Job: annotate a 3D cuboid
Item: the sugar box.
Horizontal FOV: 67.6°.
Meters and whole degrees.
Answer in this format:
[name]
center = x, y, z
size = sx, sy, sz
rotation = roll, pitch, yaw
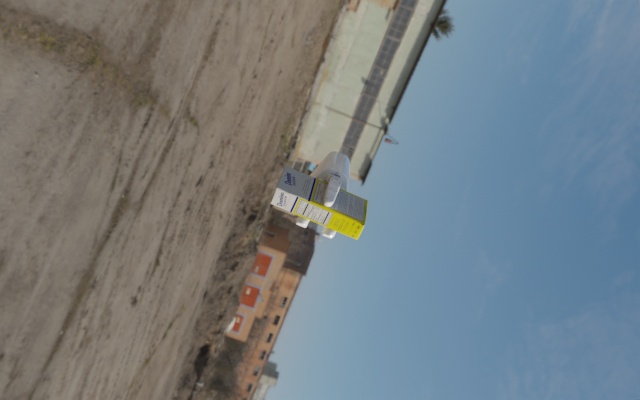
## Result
[sugar box]
center = 0.000, 0.003, 0.898
size = 0.176, 0.048, 0.093
rotation = 21, 30, -4
